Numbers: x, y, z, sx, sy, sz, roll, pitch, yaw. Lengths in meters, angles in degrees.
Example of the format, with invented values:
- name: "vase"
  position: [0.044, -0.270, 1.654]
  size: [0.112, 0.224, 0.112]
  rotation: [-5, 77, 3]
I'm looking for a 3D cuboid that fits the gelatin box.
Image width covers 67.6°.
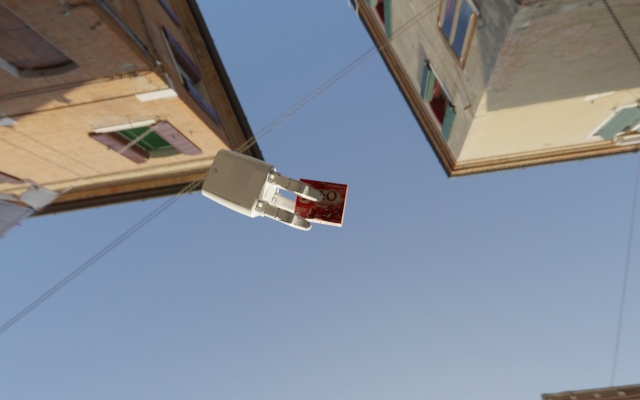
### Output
- name: "gelatin box"
  position: [0.001, 0.003, 0.858]
  size: [0.089, 0.073, 0.030]
  rotation: [9, -11, 5]
